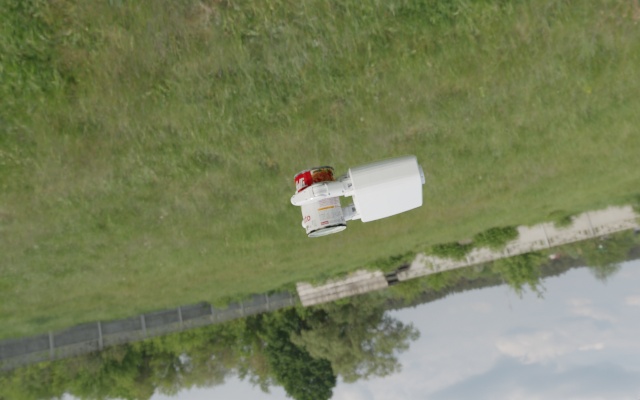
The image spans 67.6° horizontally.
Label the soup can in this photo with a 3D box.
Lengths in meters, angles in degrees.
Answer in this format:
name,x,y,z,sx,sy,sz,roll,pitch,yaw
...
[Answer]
name,x,y,z,sx,sy,sz,roll,pitch,yaw
soup can,0.000,0.003,0.787,0.068,0.102,0.068,-13,-12,-3
